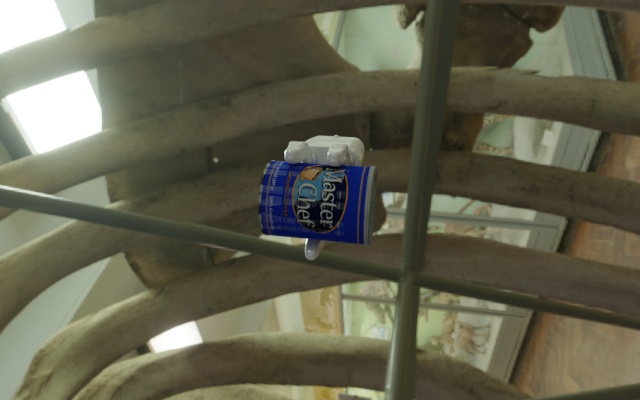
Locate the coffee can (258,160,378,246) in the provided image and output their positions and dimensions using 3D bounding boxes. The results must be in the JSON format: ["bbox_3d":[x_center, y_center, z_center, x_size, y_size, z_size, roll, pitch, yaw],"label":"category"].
[{"bbox_3d":[0.000,0.002,0.628,0.140,0.103,0.103,5,1,10],"label":"coffee can"}]
